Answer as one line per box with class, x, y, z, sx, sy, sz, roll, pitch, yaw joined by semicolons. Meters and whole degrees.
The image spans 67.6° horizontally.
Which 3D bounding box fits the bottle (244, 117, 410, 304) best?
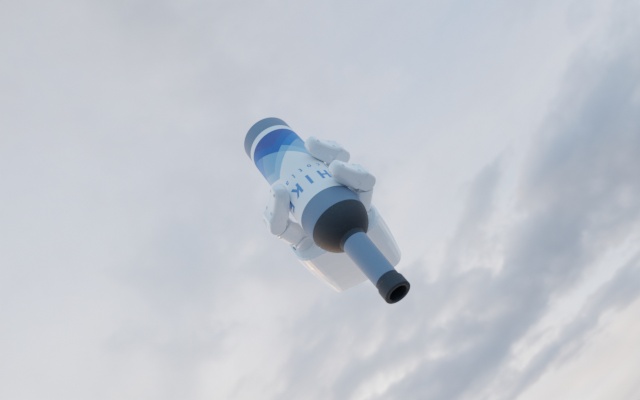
bottle;0.000;0.002;0.527;0.069;0.069;0.295;0;34;-35
